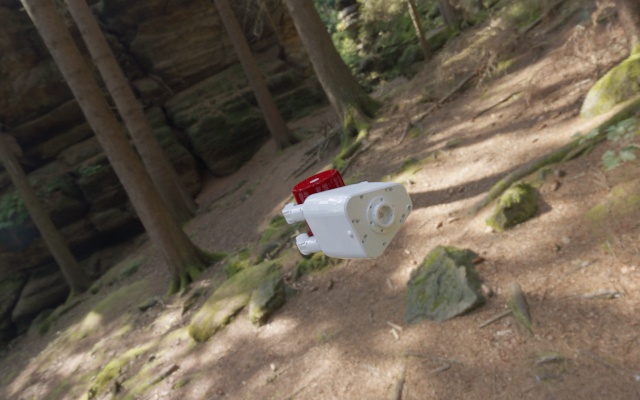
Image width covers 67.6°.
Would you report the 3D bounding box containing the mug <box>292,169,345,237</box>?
[{"bbox_3d":[-0.001,0.002,0.774,0.093,0.081,0.117,-32,15,-29],"label":"mug"}]
